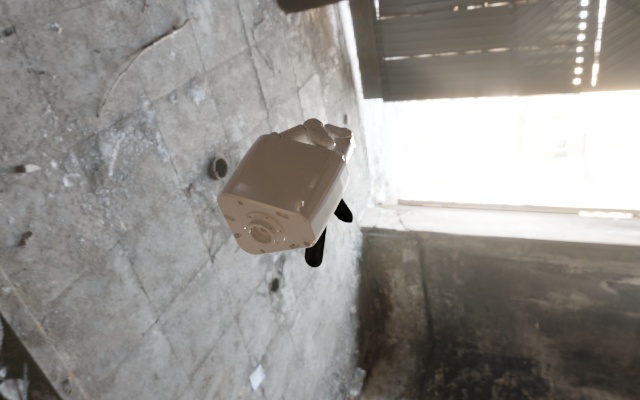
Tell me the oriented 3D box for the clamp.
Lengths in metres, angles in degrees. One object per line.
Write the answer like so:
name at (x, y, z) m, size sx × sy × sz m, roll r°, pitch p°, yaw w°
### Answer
clamp at (0.001, 0.002, 0.632) m, size 0.039 × 0.172 × 0.120 m, roll 3°, pitch 42°, yaw 25°
